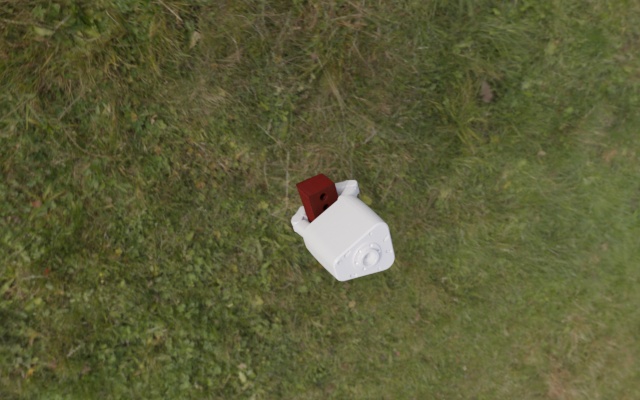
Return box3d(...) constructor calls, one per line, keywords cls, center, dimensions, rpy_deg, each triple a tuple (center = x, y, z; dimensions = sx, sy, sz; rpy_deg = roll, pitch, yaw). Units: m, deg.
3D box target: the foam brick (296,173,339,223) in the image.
box3d(cls="foam brick", center=(0.000, 0.002, 0.820), dimensions=(0.053, 0.078, 0.051), rpy_deg=(-27, 33, -15))
